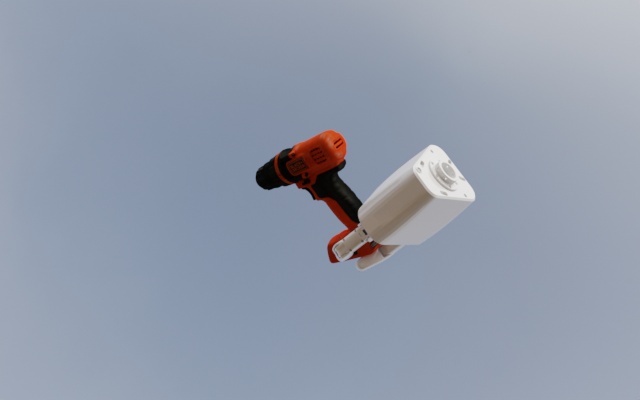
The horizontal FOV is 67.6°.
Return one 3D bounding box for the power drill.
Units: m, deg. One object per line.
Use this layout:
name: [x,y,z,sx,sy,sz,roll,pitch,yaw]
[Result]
power drill: [0.001,0.003,0.705,0.184,0.188,0.057,-20,19,48]
